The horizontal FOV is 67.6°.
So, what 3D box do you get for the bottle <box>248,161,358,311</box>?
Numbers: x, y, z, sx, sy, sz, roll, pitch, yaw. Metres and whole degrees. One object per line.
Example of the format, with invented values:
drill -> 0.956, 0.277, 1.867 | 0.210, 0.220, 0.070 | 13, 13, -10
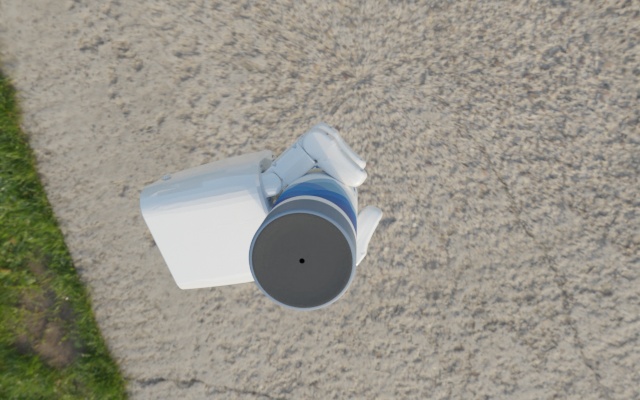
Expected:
bottle -> 0.000, 0.001, 0.432 | 0.069, 0.069, 0.295 | 0, 14, 5
